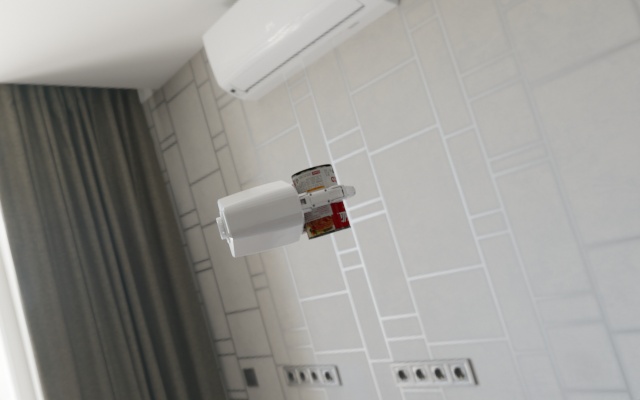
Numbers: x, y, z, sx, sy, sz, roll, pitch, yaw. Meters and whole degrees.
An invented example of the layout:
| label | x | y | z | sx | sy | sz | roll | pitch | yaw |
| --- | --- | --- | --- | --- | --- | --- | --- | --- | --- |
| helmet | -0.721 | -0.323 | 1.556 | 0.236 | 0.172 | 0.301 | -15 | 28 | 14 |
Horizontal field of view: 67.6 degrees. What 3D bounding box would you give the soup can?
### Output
| label | x | y | z | sx | sy | sz | roll | pitch | yaw |
| --- | --- | --- | --- | --- | --- | --- | --- | --- | --- |
| soup can | 0.001 | 0.002 | 0.730 | 0.068 | 0.102 | 0.068 | -17 | -4 | -1 |
